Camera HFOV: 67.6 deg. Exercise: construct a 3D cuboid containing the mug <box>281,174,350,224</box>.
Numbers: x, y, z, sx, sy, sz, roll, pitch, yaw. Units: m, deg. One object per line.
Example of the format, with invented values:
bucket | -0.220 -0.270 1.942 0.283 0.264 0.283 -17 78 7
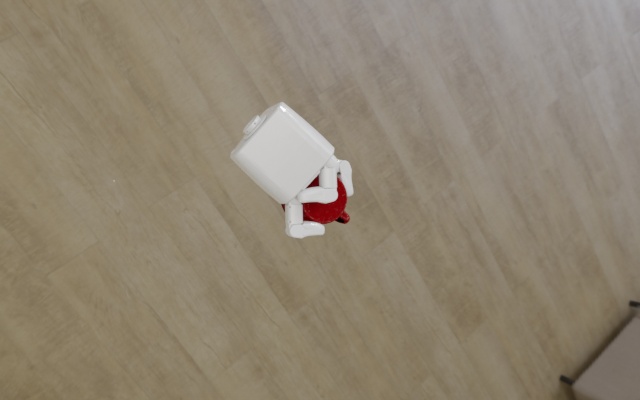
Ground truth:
mug | 0.001 0.003 0.778 0.117 0.093 0.081 40 -13 -19
